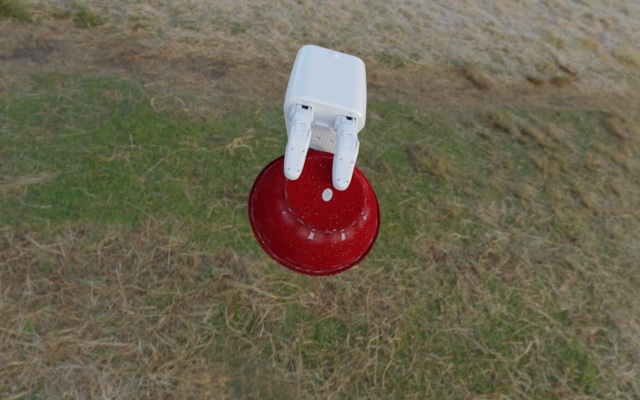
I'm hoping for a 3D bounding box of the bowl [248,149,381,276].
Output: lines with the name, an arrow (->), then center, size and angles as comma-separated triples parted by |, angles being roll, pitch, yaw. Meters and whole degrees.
bowl -> 0.000, 0.003, 0.545 | 0.162, 0.162, 0.055 | 0, -22, -14
